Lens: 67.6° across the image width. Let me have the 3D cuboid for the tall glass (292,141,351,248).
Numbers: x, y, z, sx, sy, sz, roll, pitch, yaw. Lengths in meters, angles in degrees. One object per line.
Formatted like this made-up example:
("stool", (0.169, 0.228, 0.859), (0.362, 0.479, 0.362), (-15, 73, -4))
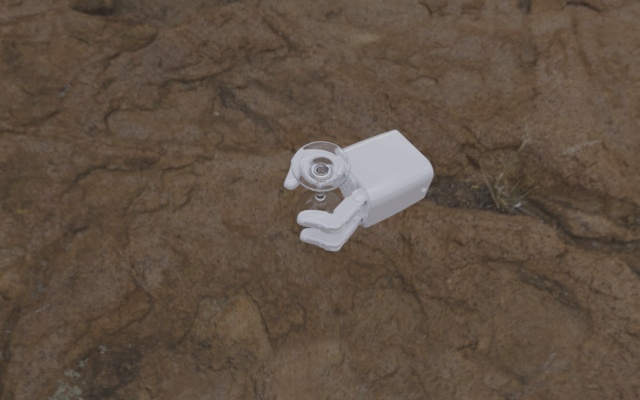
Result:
("tall glass", (0.000, 0.002, 0.687), (0.079, 0.079, 0.201), (0, -28, -1))
